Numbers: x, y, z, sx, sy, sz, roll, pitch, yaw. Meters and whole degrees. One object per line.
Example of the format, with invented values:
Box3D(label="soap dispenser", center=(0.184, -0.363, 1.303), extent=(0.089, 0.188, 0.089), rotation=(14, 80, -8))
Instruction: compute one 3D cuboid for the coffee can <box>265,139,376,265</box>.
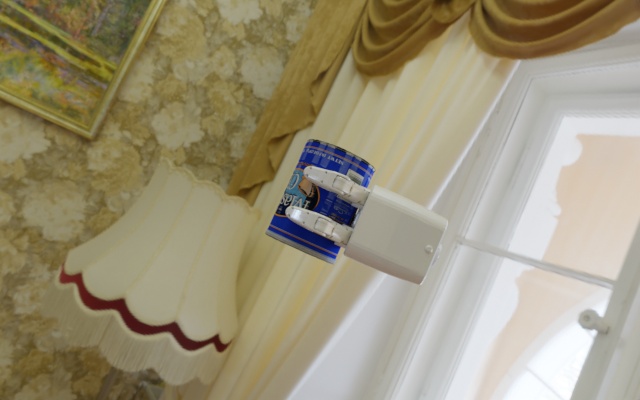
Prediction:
Box3D(label="coffee can", center=(0.000, 0.002, 0.648), extent=(0.103, 0.140, 0.103), rotation=(24, -5, 2))
